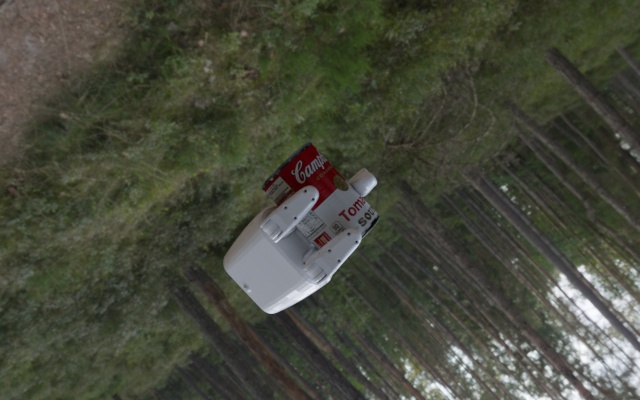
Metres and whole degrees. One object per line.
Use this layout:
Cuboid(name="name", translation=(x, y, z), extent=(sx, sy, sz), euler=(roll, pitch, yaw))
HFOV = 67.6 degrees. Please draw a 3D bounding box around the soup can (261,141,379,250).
Cuboid(name="soup can", translation=(0.001, 0.001, 0.473), extent=(0.068, 0.102, 0.068), euler=(-43, 1, 1))
